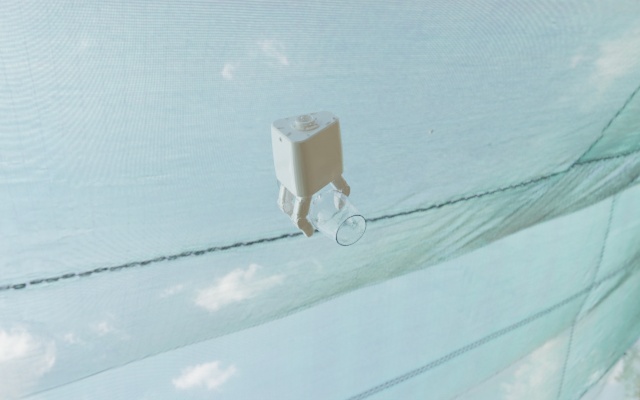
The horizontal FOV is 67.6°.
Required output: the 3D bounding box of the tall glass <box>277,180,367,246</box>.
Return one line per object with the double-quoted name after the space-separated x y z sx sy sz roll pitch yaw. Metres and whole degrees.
0.000 0.003 0.865 0.079 0.079 0.201 0 29 -37 "tall glass"
